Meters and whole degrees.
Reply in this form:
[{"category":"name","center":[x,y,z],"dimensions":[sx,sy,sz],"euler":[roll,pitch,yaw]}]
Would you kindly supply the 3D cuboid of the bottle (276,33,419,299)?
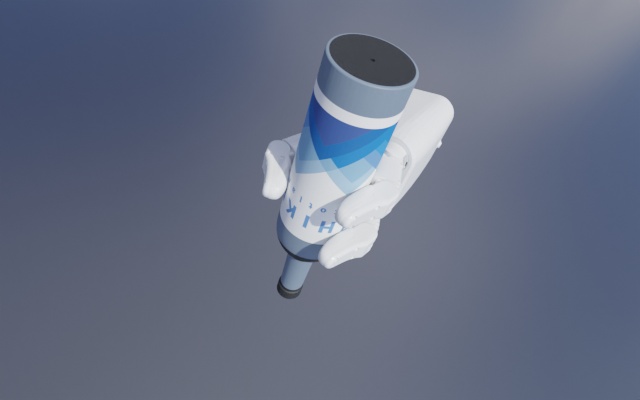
[{"category":"bottle","center":[0.000,0.001,0.427],"dimensions":[0.069,0.069,0.296],"euler":[0,-41,-19]}]
